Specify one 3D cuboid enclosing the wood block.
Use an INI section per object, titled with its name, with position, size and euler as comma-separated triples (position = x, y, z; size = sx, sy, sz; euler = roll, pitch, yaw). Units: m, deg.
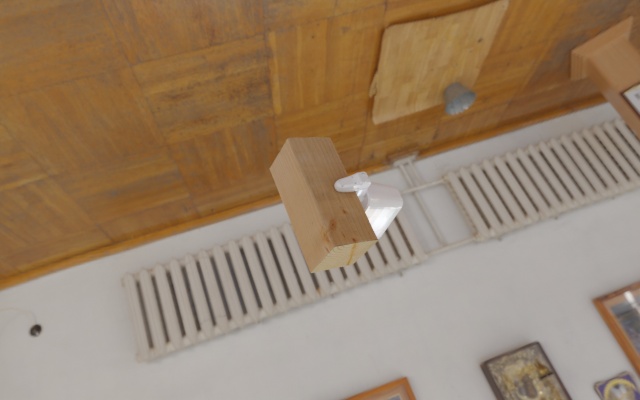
[wood block]
position = 0.001, 0.003, 0.796
size = 0.090, 0.206, 0.091
euler = -6, -30, -34
